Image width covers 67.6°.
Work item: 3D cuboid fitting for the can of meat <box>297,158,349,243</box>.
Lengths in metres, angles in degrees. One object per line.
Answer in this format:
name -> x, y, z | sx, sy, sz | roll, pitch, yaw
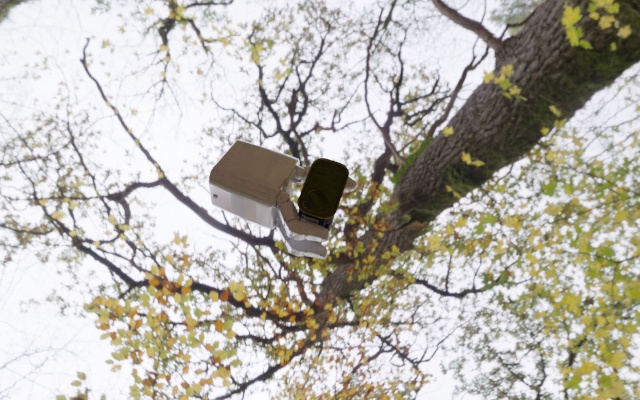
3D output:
can of meat -> 0.000, 0.002, 0.715 | 0.057, 0.102, 0.084 | 18, -33, 3
